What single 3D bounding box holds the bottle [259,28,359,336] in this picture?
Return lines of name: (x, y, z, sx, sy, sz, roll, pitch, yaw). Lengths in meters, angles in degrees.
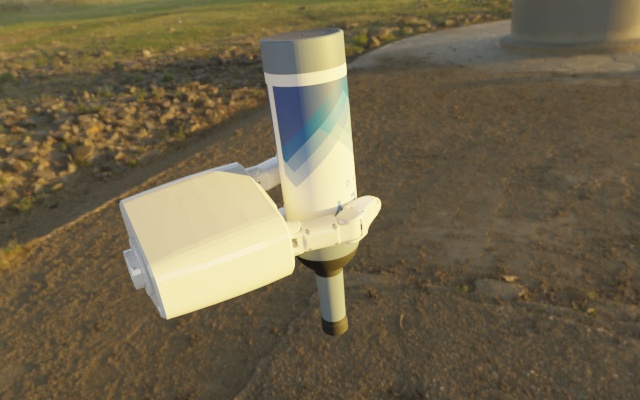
bottle: (0.000, 0.001, 0.439, 0.069, 0.296, 0.069, -5, 25, 3)
